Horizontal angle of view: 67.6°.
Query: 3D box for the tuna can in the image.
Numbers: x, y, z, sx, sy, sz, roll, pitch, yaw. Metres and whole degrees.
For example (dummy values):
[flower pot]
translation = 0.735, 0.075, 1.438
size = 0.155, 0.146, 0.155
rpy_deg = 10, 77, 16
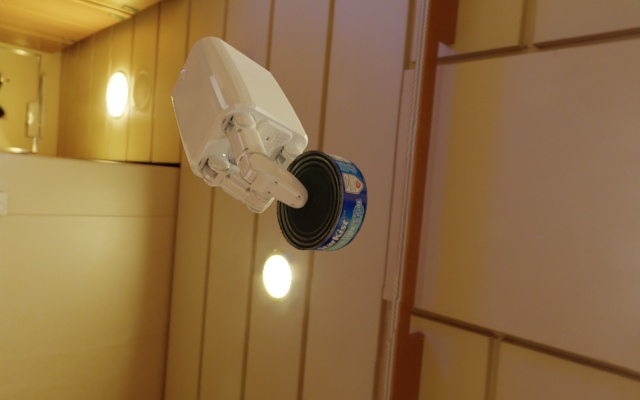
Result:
[tuna can]
translation = 0.001, 0.001, 0.416
size = 0.034, 0.086, 0.086
rpy_deg = 9, -6, -41
